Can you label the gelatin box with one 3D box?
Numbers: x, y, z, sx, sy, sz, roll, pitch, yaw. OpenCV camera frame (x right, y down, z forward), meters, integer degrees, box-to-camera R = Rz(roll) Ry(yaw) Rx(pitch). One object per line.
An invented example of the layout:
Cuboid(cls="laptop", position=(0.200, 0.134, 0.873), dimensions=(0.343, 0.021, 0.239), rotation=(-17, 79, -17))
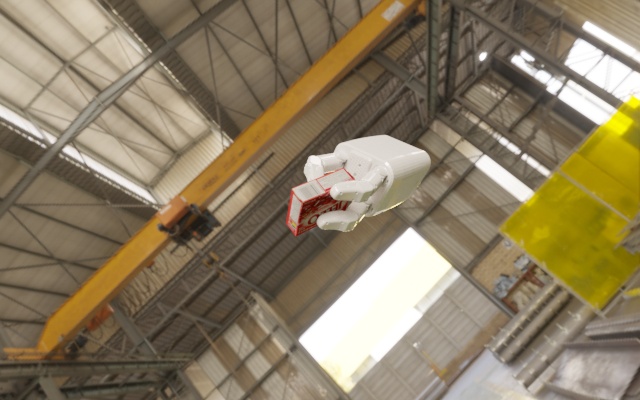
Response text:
Cuboid(cls="gelatin box", position=(0.000, 0.002, 0.649), dimensions=(0.089, 0.030, 0.073), rotation=(-23, -32, -29))
